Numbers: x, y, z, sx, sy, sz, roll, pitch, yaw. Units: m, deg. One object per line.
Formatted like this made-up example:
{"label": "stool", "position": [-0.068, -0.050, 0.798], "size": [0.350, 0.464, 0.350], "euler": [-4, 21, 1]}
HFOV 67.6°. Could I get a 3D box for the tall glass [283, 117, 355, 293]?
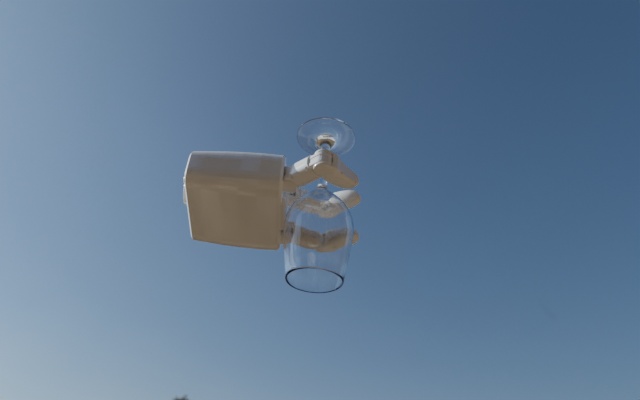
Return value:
{"label": "tall glass", "position": [0.000, 0.001, 0.550], "size": [0.079, 0.201, 0.079], "euler": [3, -35, 2]}
